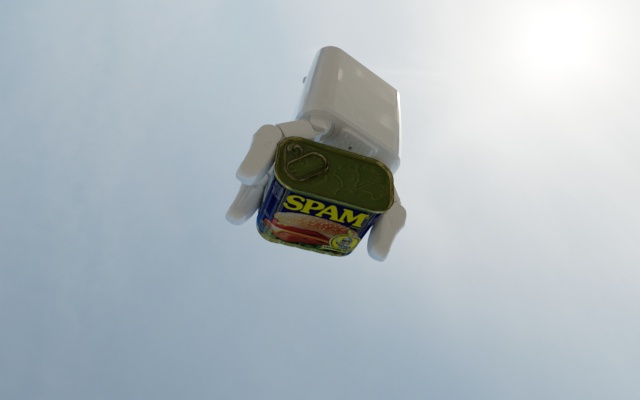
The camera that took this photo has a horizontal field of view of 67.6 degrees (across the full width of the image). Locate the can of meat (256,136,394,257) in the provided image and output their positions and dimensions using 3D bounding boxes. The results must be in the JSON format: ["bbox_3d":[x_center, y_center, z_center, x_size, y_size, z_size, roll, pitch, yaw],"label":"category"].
[{"bbox_3d":[0.000,0.002,0.416,0.102,0.057,0.084,15,-39,-12],"label":"can of meat"}]
